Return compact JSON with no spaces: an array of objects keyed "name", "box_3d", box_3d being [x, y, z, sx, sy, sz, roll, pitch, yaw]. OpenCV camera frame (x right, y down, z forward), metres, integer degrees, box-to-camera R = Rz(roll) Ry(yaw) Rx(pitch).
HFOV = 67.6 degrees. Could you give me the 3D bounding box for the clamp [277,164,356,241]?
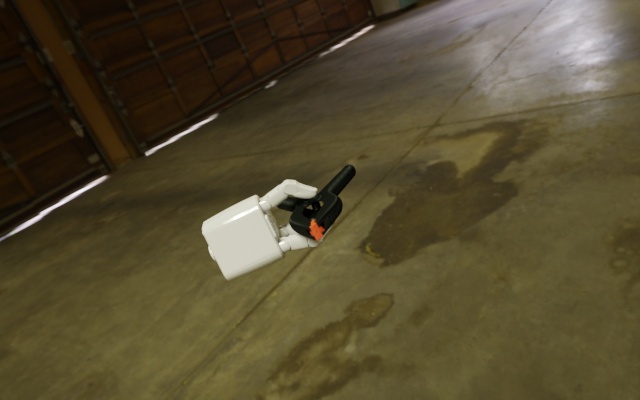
[{"name":"clamp","box_3d":[0.000,0.002,0.820,0.164,0.036,0.210,-28,21,3]}]
